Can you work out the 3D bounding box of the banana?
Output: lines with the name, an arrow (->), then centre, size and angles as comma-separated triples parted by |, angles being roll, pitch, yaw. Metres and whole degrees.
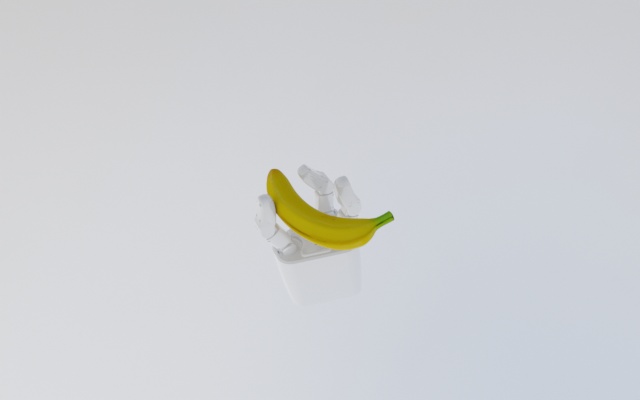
banana -> -0.009, 0.015, 0.579 | 0.197, 0.037, 0.069 | 23, 56, 35
